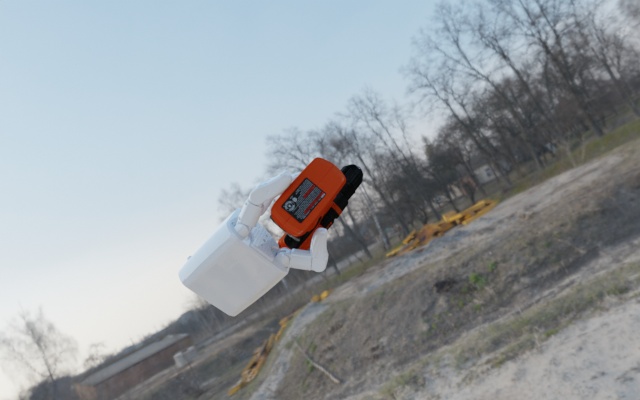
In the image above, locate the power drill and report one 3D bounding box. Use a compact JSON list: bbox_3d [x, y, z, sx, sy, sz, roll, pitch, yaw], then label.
[{"bbox_3d":[0.000,0.002,0.691,0.057,0.184,0.188,37,-8,12],"label":"power drill"}]
